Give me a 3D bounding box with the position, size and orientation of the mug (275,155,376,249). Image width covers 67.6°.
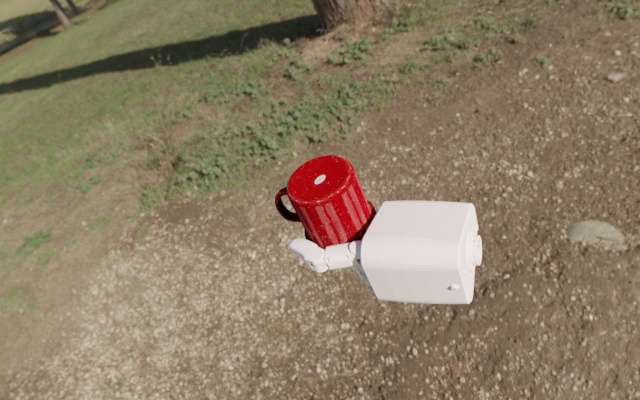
[{"bbox_3d":[-0.001,0.002,0.566,0.117,0.093,0.082,-2,-44,25],"label":"mug"}]
